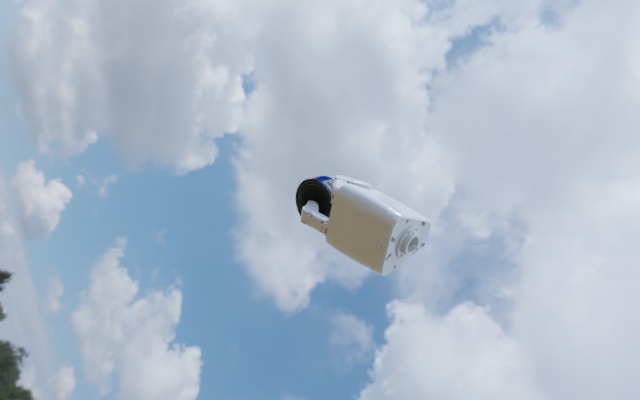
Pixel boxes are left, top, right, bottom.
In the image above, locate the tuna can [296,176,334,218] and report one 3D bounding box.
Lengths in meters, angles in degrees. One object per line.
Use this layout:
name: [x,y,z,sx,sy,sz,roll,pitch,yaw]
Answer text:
tuna can: [0.000,0.002,0.793,0.086,0.086,0.033,0,13,44]
